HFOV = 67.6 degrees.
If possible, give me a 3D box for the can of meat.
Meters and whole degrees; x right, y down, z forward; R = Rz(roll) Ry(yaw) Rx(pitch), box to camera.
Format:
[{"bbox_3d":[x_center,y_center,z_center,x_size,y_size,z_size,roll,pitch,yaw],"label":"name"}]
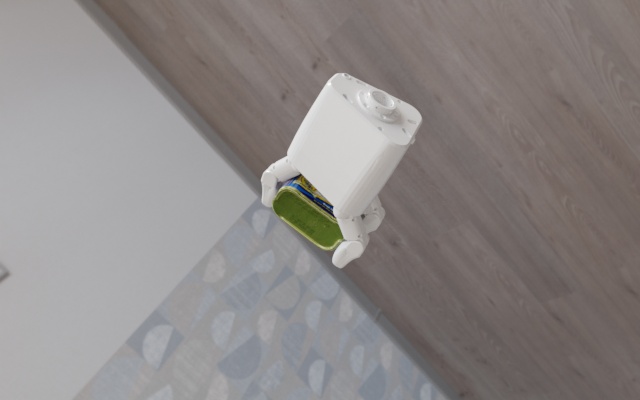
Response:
[{"bbox_3d":[0.000,0.002,0.595,0.102,0.057,0.084,36,40,0],"label":"can of meat"}]
